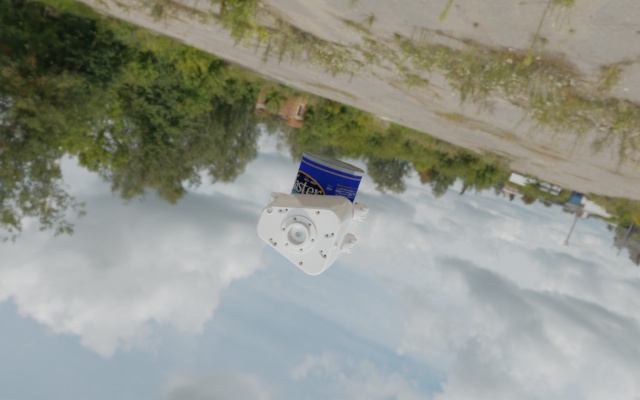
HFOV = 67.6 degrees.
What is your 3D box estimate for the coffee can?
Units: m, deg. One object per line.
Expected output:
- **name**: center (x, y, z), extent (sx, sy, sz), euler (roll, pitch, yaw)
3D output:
- **coffee can**: center (0.000, 0.002, 0.770), extent (0.103, 0.140, 0.103), euler (18, 10, -3)
